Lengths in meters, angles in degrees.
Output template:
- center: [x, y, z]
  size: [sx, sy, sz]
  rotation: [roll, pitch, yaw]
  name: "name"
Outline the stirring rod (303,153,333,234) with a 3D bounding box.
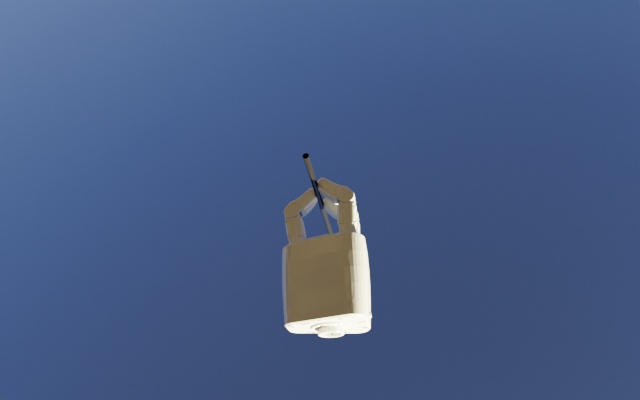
- center: [0.000, 0.002, 0.683]
  size: [0.011, 0.011, 0.240]
  rotation: [0, -28, 10]
  name: "stirring rod"
